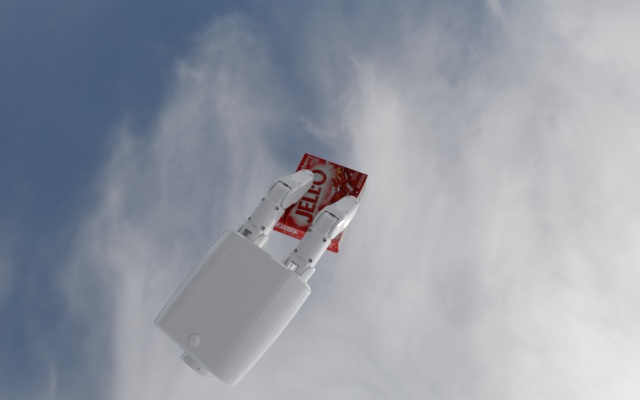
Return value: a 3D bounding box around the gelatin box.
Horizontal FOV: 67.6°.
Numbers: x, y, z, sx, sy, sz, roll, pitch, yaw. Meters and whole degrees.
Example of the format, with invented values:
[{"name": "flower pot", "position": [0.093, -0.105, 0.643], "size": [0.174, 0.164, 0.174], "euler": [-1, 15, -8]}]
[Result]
[{"name": "gelatin box", "position": [0.000, 0.002, 0.496], "size": [0.073, 0.089, 0.030], "euler": [20, -27, 12]}]
